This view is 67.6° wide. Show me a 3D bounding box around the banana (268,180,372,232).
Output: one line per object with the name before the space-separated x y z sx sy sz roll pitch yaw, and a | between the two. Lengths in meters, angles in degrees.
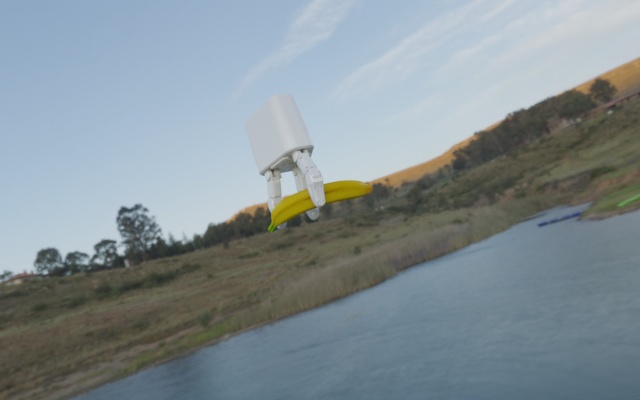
banana | -0.003 -0.002 0.821 0.198 0.037 0.070 -20 -18 -5
